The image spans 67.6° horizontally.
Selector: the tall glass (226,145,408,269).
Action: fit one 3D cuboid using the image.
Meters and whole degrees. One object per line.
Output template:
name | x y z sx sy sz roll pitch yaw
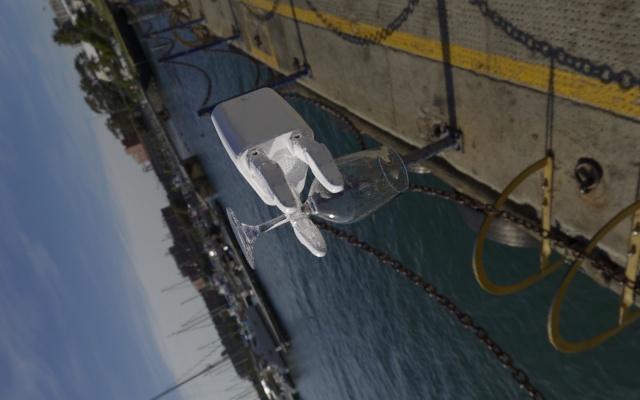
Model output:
tall glass | 0.000 0.002 0.544 0.201 0.079 0.079 -24 7 -15
